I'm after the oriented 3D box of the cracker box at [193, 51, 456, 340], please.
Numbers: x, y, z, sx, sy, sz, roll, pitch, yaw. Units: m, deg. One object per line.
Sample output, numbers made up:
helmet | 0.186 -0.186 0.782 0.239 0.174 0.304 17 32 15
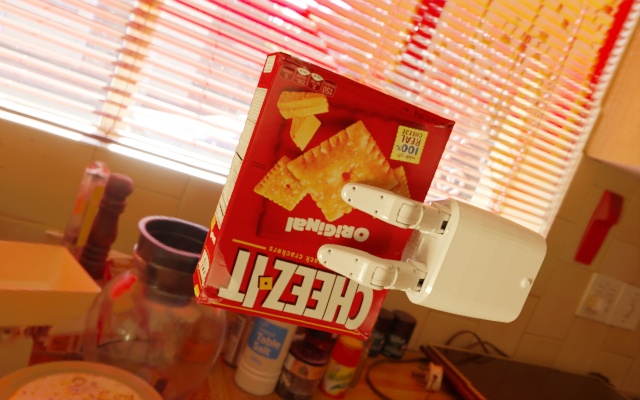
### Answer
cracker box | 0.000 0.001 0.421 0.164 0.214 0.072 17 8 -18
